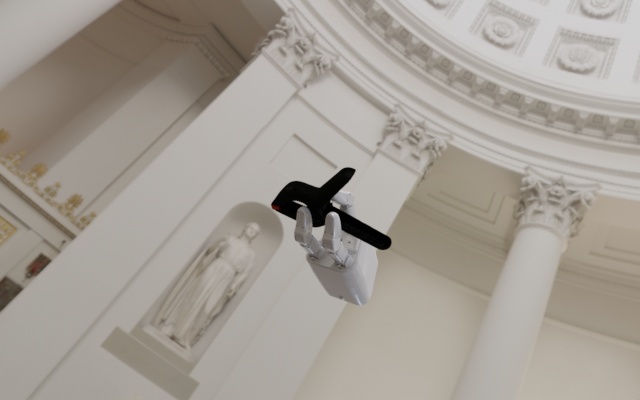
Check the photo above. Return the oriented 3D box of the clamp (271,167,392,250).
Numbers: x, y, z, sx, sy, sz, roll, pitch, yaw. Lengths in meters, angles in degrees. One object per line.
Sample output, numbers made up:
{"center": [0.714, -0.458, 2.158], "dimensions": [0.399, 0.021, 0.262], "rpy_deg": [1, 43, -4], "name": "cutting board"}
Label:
{"center": [0.000, 0.002, 0.751], "dimensions": [0.210, 0.036, 0.165], "rpy_deg": [11, -39, 34], "name": "clamp"}
